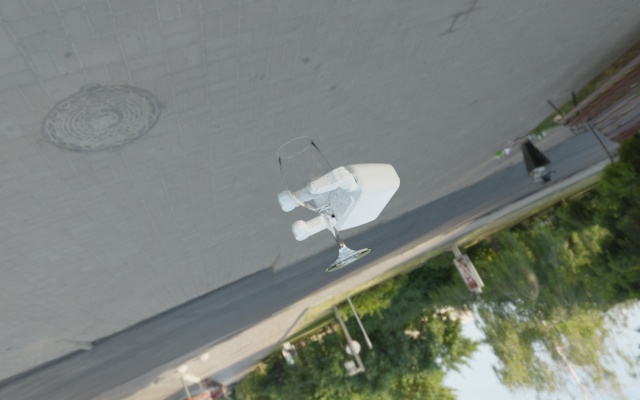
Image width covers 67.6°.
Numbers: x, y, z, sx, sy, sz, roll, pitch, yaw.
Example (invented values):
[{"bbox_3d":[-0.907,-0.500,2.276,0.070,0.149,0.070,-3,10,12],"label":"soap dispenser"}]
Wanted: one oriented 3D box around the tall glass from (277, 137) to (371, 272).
[{"bbox_3d":[0.000,0.003,0.730,0.079,0.201,0.079,-24,-15,-7],"label":"tall glass"}]
